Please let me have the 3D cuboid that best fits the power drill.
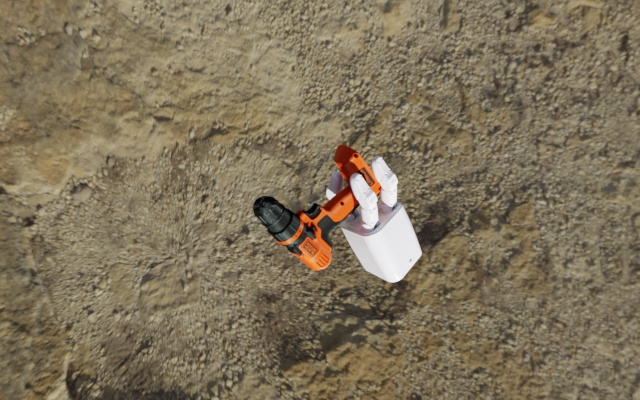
[{"bbox_3d":[0.001,0.002,0.767,0.057,0.187,0.184,35,-9,48],"label":"power drill"}]
